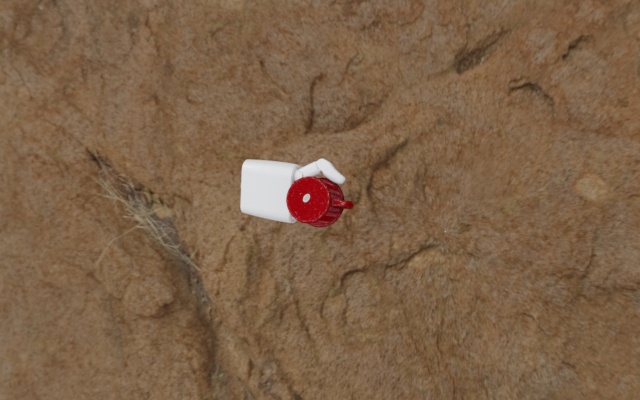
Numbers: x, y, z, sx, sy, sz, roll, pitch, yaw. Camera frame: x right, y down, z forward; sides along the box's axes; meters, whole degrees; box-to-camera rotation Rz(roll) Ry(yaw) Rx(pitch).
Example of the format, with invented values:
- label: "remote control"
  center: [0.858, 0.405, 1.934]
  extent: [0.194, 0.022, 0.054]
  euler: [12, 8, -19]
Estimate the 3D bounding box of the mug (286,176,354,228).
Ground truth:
- label: "mug"
  center: [0.001, 0.003, 0.843]
  extent: [0.117, 0.093, 0.081]
  euler: [9, -1, 17]
